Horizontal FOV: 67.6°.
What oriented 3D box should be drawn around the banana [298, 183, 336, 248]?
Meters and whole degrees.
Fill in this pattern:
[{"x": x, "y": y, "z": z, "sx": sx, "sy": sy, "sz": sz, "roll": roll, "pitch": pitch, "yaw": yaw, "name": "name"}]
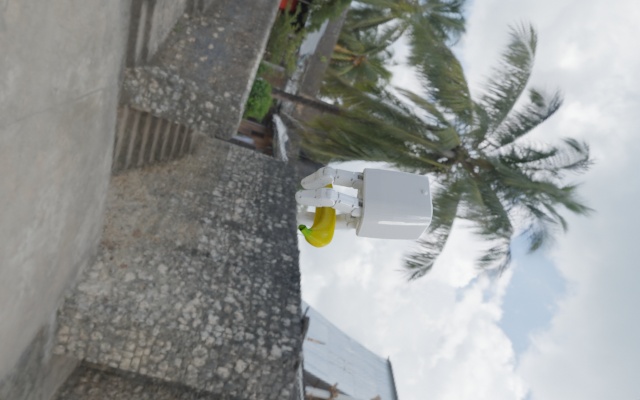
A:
[{"x": 0.003, "y": 0.020, "z": 0.765, "sx": 0.037, "sy": 0.070, "sz": 0.197, "roll": -7, "pitch": 26, "yaw": 11, "name": "banana"}]
